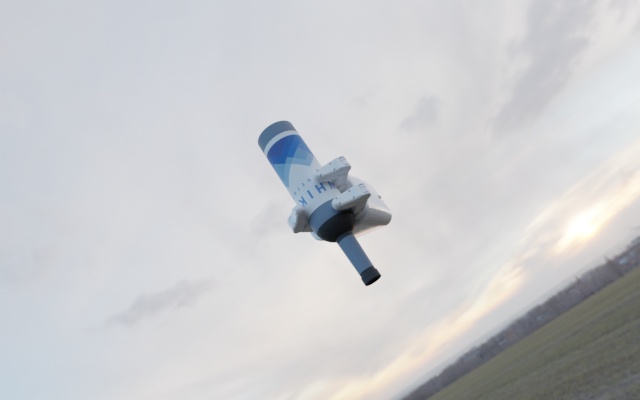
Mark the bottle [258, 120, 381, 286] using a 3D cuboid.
[{"bbox_3d":[0.000,0.002,0.735,0.069,0.295,0.069,-28,-24,-14],"label":"bottle"}]
